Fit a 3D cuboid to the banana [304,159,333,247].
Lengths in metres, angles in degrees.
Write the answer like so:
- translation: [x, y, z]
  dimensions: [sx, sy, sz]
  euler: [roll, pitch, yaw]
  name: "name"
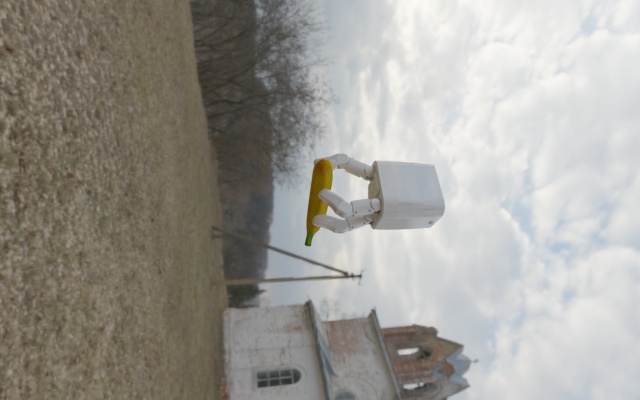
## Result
- translation: [0.000, -0.008, 0.818]
  dimensions: [0.037, 0.198, 0.069]
  euler: [5, 43, -4]
  name: "banana"
